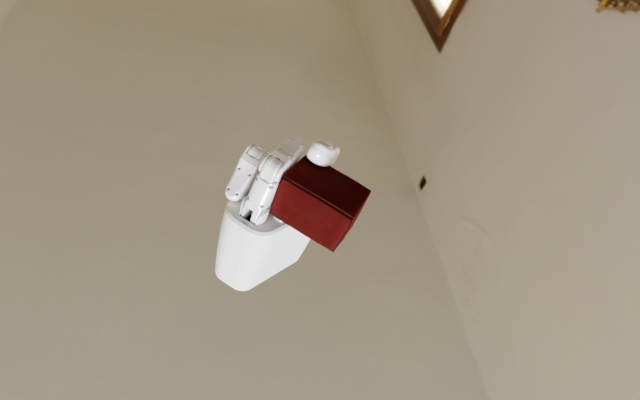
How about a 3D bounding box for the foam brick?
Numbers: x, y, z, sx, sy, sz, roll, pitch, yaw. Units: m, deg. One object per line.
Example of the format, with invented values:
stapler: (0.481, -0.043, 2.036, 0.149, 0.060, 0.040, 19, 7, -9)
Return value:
foam brick: (0.000, 0.002, 0.467, 0.078, 0.051, 0.053, 31, 40, 9)
